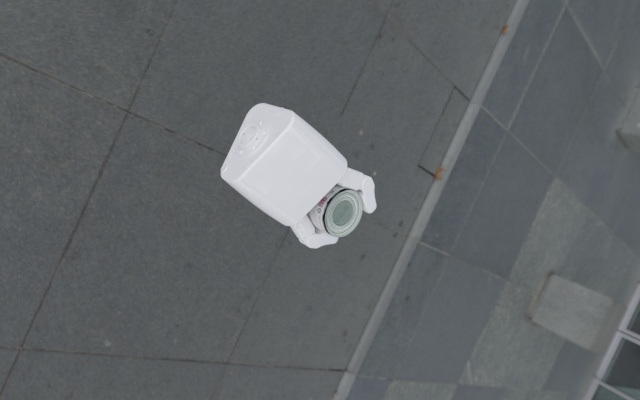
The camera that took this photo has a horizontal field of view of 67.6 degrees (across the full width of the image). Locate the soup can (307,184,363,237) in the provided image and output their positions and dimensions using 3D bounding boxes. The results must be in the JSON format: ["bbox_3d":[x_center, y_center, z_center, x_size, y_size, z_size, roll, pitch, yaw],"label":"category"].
[{"bbox_3d":[0.000,0.003,0.653,0.068,0.068,0.102,0,17,-40],"label":"soup can"}]
